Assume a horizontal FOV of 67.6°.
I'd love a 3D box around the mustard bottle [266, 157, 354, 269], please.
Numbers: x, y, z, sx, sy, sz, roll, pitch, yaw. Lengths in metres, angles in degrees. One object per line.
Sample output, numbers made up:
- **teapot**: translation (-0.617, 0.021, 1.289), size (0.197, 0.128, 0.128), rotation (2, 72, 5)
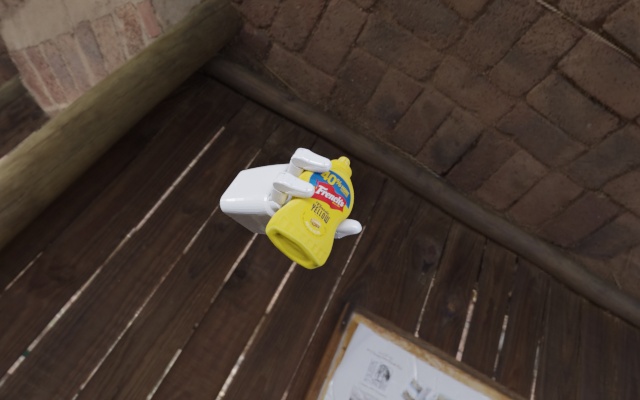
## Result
- **mustard bottle**: translation (0.000, 0.002, 0.723), size (0.096, 0.191, 0.058), rotation (41, -37, -15)
